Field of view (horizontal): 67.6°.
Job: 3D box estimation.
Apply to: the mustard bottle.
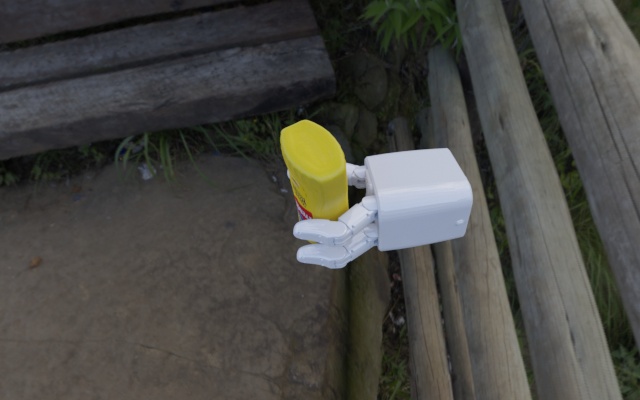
[{"bbox_3d":[0.000,0.002,0.574,0.058,0.096,0.192,-28,-36,-14],"label":"mustard bottle"}]
